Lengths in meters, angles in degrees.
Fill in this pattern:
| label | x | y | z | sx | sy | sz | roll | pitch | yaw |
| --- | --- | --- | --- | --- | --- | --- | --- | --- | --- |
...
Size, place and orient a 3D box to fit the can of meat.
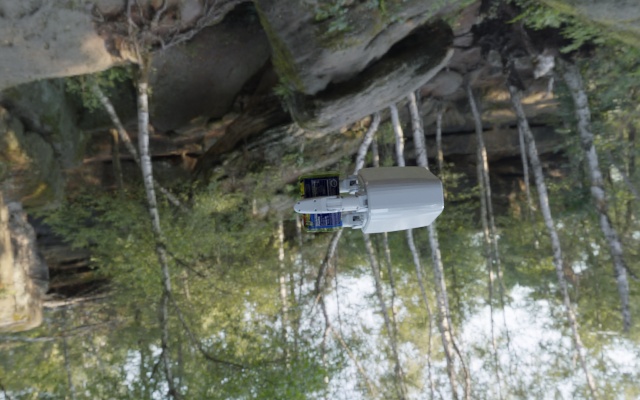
| label | x | y | z | sx | sy | sz | roll | pitch | yaw |
| --- | --- | --- | --- | --- | --- | --- | --- | --- | --- |
| can of meat | 0.000 | 0.003 | 0.709 | 0.057 | 0.084 | 0.102 | -5 | 0 | -6 |
